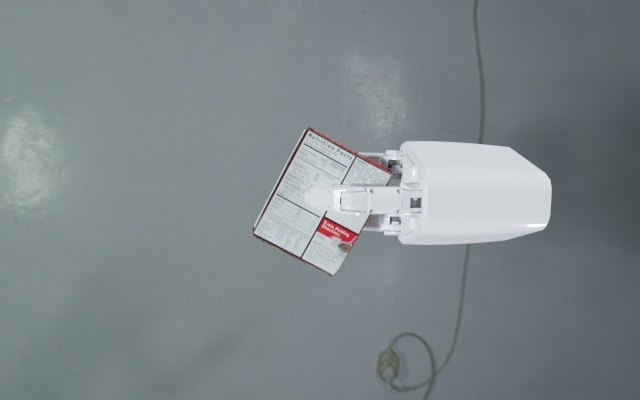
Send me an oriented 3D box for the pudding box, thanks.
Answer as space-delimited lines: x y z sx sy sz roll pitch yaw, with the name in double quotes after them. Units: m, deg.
0.000 0.001 0.441 0.090 0.113 0.039 28 3 -5 "pudding box"
